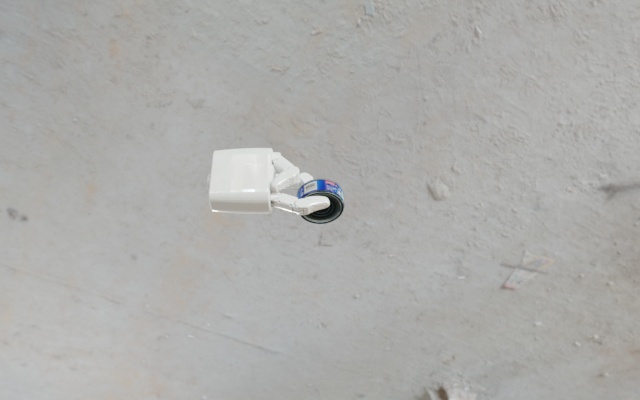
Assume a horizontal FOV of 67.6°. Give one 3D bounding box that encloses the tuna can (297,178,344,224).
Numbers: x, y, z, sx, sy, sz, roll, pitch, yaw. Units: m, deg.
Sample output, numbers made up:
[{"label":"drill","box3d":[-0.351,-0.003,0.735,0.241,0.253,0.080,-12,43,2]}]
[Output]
[{"label":"tuna can","box3d":[0.000,0.003,0.858,0.086,0.086,0.033,-2,45,-2]}]
